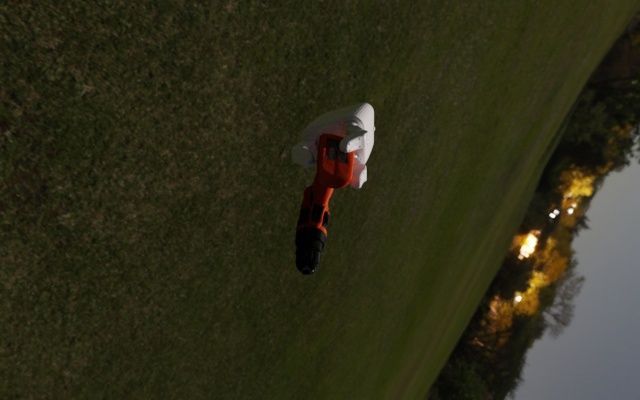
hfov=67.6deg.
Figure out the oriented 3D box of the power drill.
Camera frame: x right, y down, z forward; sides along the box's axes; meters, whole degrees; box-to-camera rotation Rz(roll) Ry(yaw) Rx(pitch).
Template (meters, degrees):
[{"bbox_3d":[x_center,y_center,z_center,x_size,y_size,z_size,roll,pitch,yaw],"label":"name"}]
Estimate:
[{"bbox_3d":[0.000,0.002,0.766,0.057,0.184,0.188,12,-44,-9],"label":"power drill"}]
